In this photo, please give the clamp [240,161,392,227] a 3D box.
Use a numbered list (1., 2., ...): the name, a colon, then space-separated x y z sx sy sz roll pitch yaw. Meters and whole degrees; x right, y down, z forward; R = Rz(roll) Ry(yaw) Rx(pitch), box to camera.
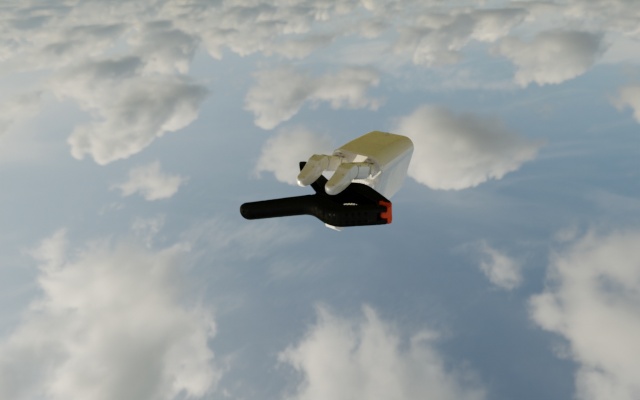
1. clamp: 0.001 0.003 0.684 0.210 0.036 0.164 18 39 36
